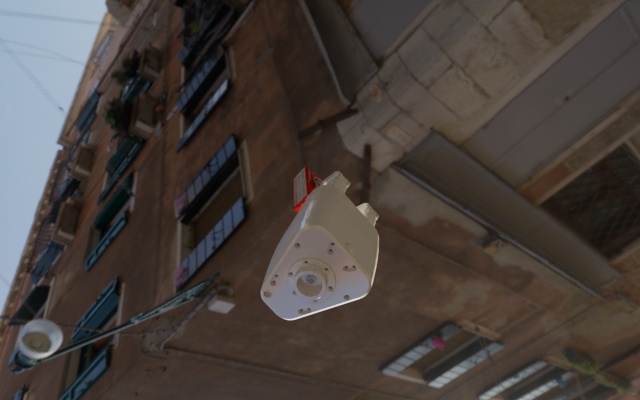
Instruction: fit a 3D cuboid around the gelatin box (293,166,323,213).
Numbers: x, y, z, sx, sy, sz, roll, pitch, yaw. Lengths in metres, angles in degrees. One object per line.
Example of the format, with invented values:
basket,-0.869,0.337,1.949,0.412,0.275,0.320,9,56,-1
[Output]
gelatin box,0.000,0.002,0.630,0.073,0.030,0.089,38,19,-21
